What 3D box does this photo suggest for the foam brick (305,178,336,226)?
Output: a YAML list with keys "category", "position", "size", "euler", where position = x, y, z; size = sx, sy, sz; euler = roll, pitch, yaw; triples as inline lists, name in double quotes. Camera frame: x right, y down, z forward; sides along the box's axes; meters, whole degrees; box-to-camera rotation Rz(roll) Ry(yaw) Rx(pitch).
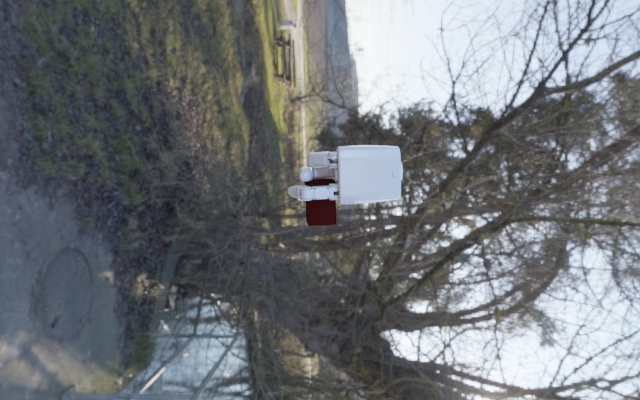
- category: "foam brick"
  position: [0.000, 0.003, 0.852]
  size: [0.051, 0.078, 0.053]
  euler: [-3, 11, -5]
